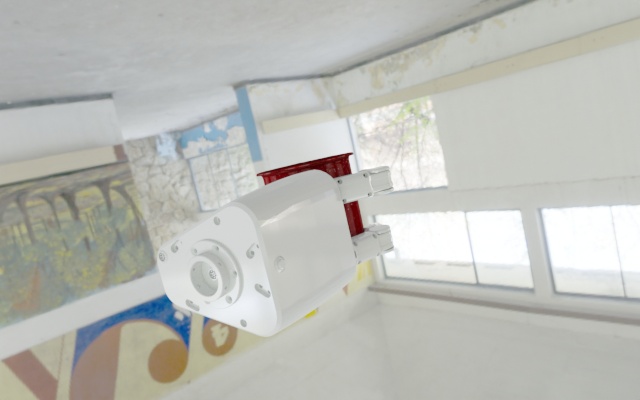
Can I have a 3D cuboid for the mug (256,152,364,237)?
[{"bbox_3d":[0.001,0.001,0.461,0.093,0.081,0.117,-9,7,31],"label":"mug"}]
